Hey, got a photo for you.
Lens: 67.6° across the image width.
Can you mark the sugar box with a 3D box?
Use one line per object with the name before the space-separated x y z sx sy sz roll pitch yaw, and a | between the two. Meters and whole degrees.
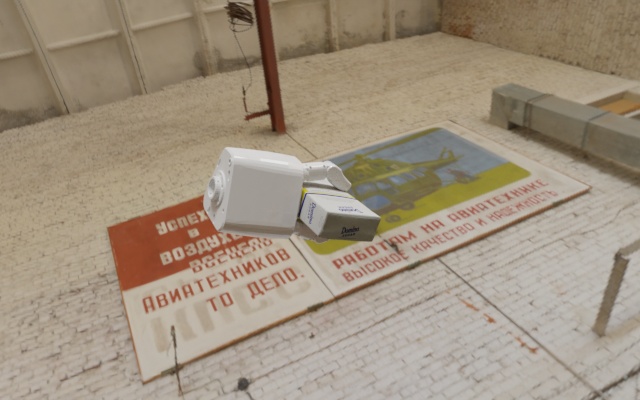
sugar box | 0.000 0.003 0.706 0.093 0.048 0.176 7 22 -33
